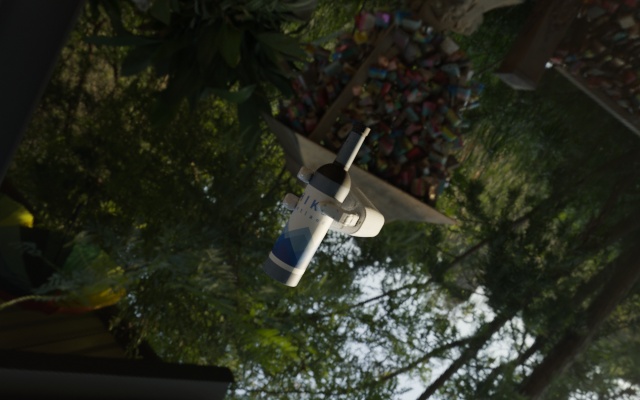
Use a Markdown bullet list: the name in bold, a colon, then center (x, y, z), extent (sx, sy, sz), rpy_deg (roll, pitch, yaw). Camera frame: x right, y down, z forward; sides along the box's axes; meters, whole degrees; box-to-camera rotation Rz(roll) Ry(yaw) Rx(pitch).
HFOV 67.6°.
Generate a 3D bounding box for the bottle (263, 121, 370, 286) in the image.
- **bottle**: center (0.000, 0.003, 0.810), extent (0.069, 0.296, 0.069), rpy_deg (29, 6, -3)
